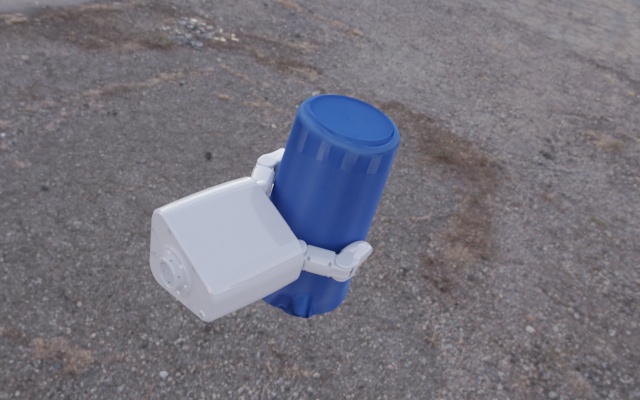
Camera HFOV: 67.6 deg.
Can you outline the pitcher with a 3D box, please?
[{"bbox_3d":[0.000,0.002,0.555,0.145,0.243,0.149,-22,52,-41],"label":"pitcher"}]
